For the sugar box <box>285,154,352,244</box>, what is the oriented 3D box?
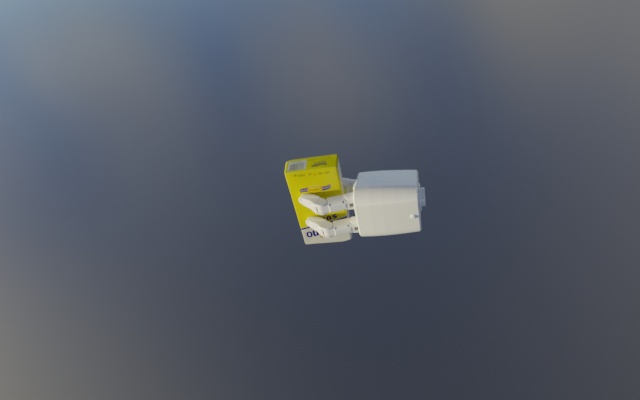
[{"bbox_3d":[0.000,0.003,0.864,0.093,0.176,0.048,-6,38,10],"label":"sugar box"}]
